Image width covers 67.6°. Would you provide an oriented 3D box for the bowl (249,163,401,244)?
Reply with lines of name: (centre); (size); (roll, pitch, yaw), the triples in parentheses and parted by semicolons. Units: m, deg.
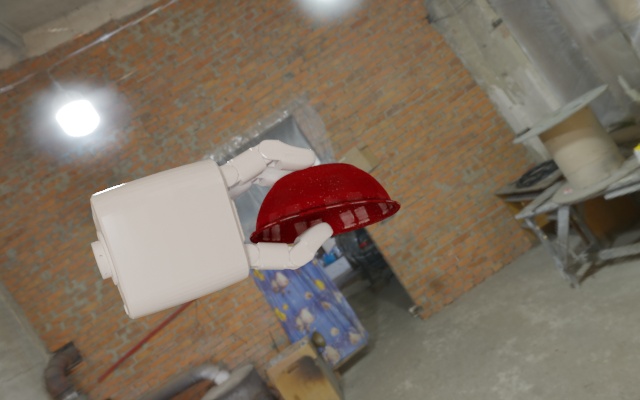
bowl: (0.001, 0.001, 0.508); (0.162, 0.055, 0.162); (-12, -13, -3)
